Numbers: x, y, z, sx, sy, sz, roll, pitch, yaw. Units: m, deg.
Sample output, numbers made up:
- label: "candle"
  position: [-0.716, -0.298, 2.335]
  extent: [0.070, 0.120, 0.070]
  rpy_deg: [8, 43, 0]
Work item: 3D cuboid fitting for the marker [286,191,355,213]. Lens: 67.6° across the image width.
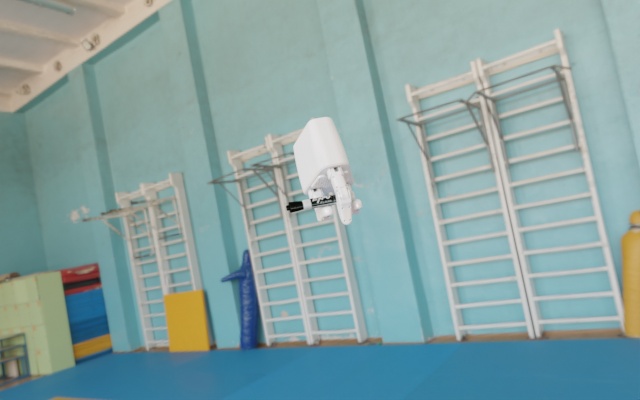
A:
- label: "marker"
  position: [0.000, 0.003, 0.823]
  extent: [0.121, 0.020, 0.020]
  rpy_deg: [-10, 2, -13]
